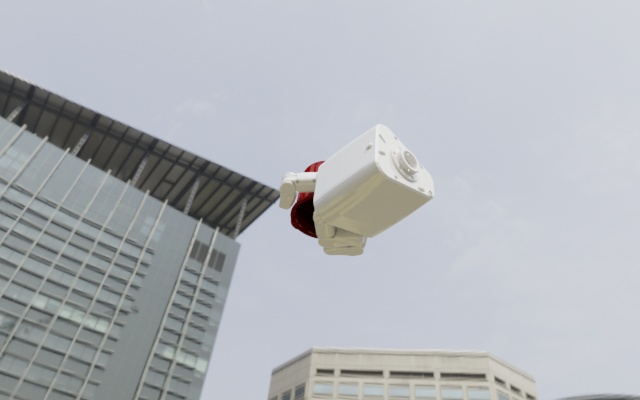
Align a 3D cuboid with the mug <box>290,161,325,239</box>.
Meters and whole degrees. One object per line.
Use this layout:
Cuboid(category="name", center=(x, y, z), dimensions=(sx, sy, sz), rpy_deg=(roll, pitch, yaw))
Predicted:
Cuboid(category="mug", center=(-0.001, 0.003, 0.700), dimensions=(0.093, 0.081, 0.117), rpy_deg=(35, -49, -26))
